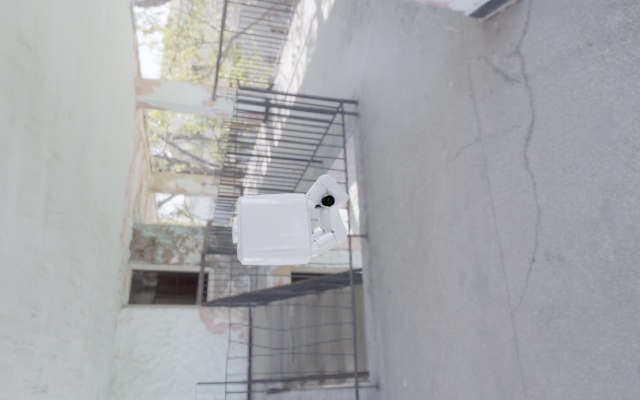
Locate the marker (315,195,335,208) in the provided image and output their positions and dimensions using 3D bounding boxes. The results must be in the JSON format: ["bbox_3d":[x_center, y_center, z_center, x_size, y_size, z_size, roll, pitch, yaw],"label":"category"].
[{"bbox_3d":[0.000,0.003,0.808,0.020,0.020,0.121,0,-2,-15],"label":"marker"}]
